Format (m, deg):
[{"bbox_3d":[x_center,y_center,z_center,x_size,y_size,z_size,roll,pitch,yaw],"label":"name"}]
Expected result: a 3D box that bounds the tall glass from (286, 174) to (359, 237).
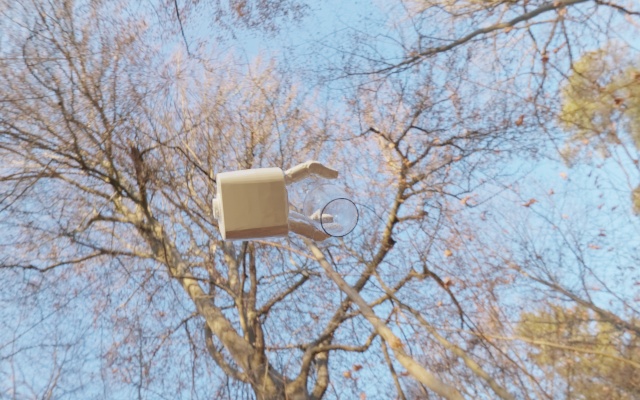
[{"bbox_3d":[0.000,0.002,0.806,0.079,0.079,0.201,0,14,-18],"label":"tall glass"}]
